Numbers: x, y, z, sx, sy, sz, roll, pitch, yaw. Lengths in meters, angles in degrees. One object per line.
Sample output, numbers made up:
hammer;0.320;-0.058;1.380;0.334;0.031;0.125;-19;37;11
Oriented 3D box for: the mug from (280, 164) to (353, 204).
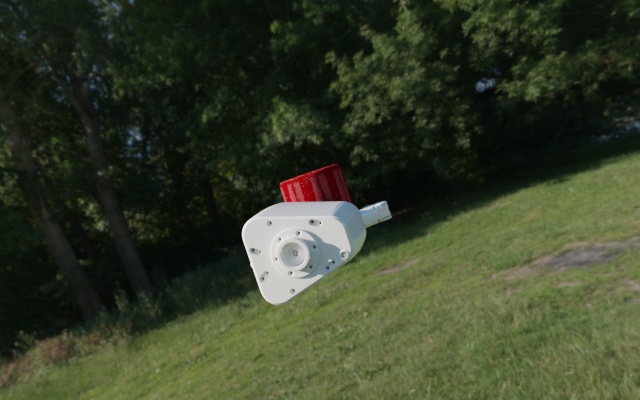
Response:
mug;0.000;0.002;0.623;0.093;0.081;0.117;-18;3;11
